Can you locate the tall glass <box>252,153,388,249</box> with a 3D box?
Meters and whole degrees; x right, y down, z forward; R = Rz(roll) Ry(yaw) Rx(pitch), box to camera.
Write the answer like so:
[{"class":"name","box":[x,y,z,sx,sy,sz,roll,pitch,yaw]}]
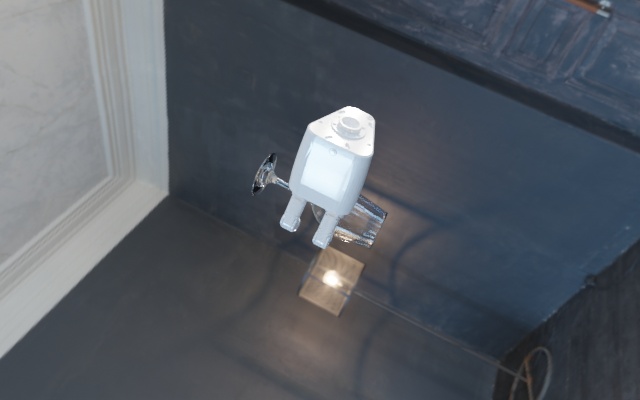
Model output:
[{"class":"tall glass","box":[-0.001,0.002,0.732,0.201,0.079,0.079,26,4,8]}]
